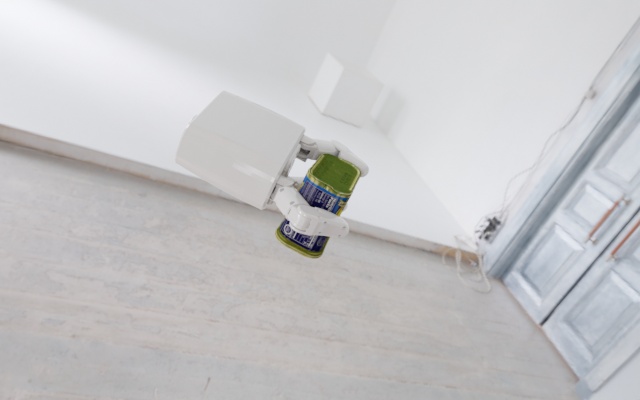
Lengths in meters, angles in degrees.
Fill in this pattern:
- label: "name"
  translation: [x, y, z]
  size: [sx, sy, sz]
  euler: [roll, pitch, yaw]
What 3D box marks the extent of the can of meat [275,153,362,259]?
- label: "can of meat"
  translation: [0.000, 0.002, 0.531]
  size: [0.057, 0.084, 0.102]
  euler: [28, 24, 2]
